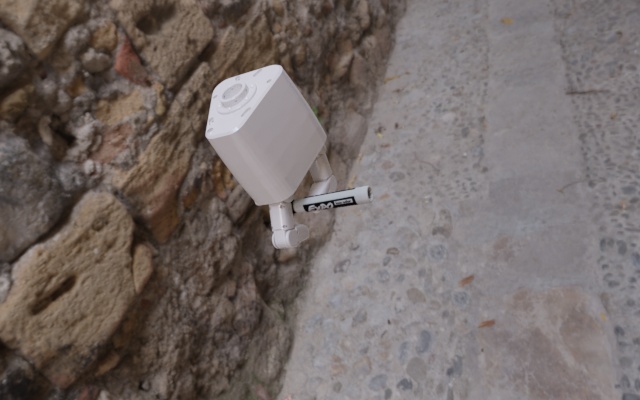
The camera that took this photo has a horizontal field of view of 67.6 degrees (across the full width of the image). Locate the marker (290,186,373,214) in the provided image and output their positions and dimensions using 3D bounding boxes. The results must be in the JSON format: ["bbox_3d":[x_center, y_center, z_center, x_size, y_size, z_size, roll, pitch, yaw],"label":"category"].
[{"bbox_3d":[0.000,0.002,0.539,0.121,0.020,0.020,-9,-4,26],"label":"marker"}]
